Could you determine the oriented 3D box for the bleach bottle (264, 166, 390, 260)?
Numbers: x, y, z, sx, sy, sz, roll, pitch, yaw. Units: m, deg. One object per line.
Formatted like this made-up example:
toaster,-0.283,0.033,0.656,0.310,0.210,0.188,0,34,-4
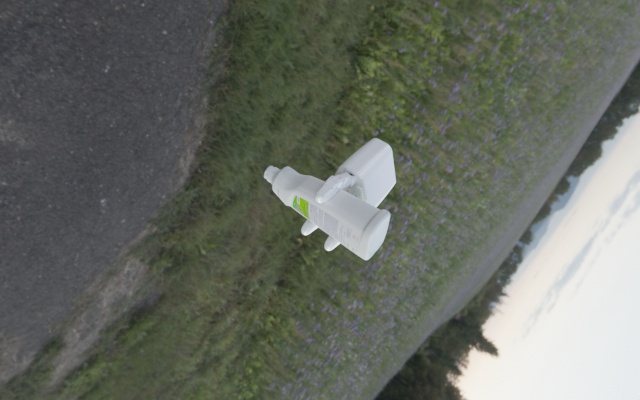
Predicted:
bleach bottle,0.000,0.003,0.858,0.250,0.103,0.068,32,57,21
